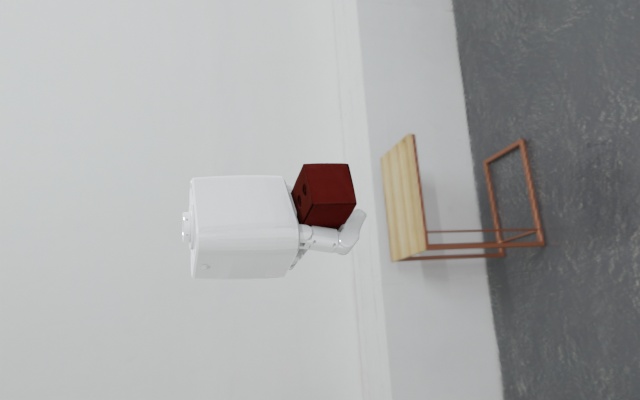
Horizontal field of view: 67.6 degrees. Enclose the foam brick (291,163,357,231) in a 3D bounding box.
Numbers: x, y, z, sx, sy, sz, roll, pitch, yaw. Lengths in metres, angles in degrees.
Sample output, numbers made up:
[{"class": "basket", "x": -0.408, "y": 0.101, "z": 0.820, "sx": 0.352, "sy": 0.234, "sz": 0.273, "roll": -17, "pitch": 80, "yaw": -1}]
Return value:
[{"class": "foam brick", "x": 0.000, "y": 0.001, "z": 0.526, "sx": 0.051, "sy": 0.053, "sz": 0.078, "roll": 0, "pitch": -33, "yaw": -19}]
